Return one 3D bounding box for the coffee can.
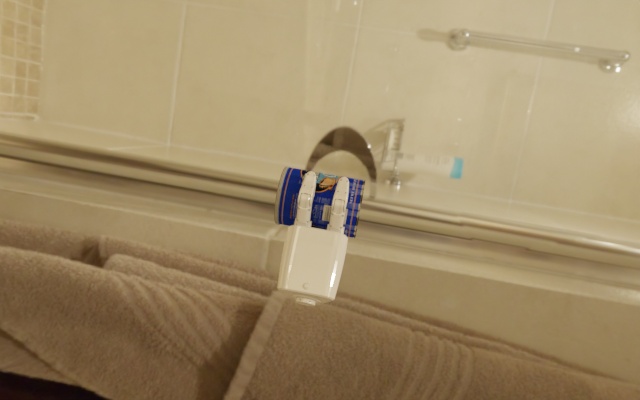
[{"bbox_3d":[0.000,0.003,0.826,0.140,0.103,0.103,10,1,5],"label":"coffee can"}]
